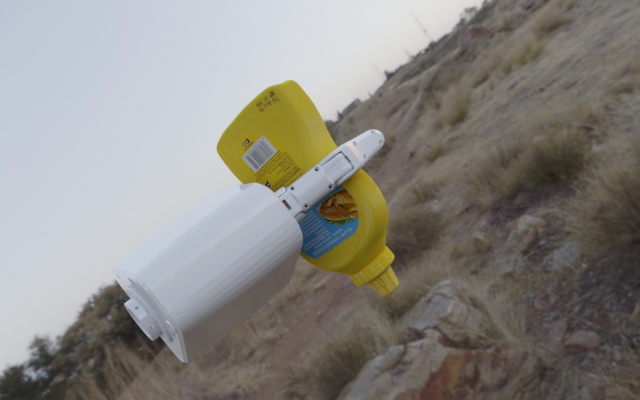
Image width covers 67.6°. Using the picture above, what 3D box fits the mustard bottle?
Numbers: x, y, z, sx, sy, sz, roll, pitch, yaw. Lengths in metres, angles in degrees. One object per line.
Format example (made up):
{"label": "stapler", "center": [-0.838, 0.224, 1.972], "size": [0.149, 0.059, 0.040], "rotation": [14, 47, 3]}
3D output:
{"label": "mustard bottle", "center": [0.000, 0.001, 0.402], "size": [0.096, 0.191, 0.058], "rotation": [-38, 0, 37]}
